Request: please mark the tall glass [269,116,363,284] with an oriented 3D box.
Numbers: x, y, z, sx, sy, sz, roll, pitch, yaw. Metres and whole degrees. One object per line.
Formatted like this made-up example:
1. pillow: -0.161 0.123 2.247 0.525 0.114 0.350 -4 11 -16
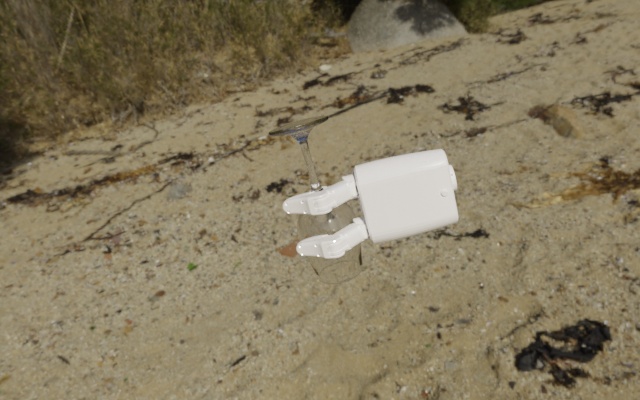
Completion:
1. tall glass: 0.000 0.001 0.595 0.079 0.201 0.079 -14 17 4
